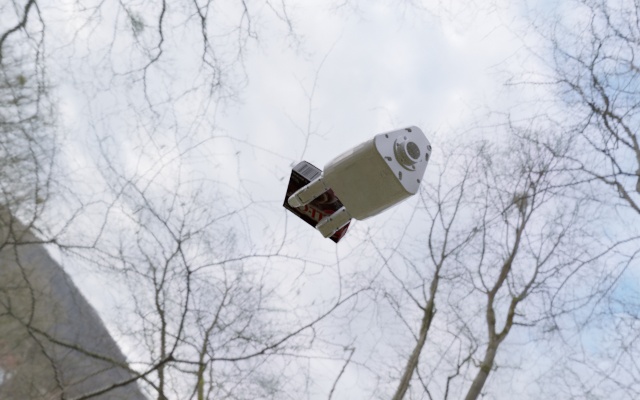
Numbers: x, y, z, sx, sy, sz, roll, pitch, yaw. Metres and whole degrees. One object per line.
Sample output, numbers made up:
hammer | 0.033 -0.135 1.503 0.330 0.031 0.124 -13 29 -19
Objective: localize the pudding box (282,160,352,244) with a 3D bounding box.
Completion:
pudding box | 0.000 0.002 0.744 0.113 0.090 0.039 36 49 15
